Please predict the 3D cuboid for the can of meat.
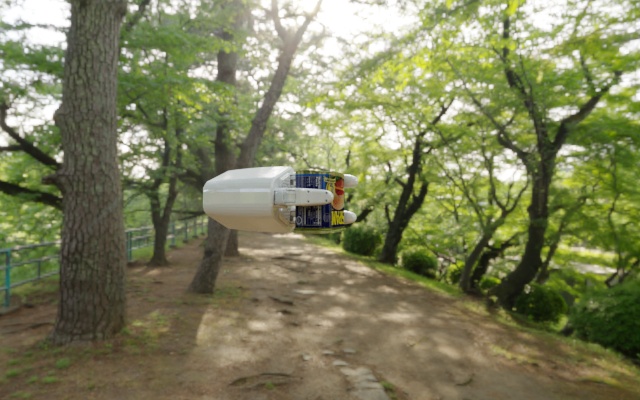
[{"bbox_3d":[0.000,0.002,0.669,0.057,0.084,0.102,0,-1,17],"label":"can of meat"}]
